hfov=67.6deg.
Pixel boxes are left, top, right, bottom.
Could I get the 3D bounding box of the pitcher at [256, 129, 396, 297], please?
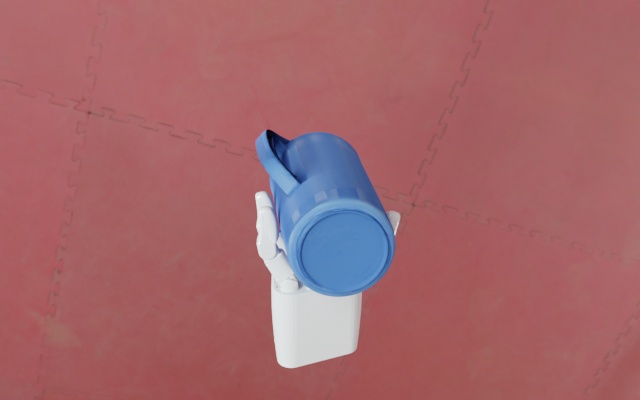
[{"bbox_3d":[0.000,0.002,0.567,0.149,0.145,0.242,-2,20,-6],"label":"pitcher"}]
